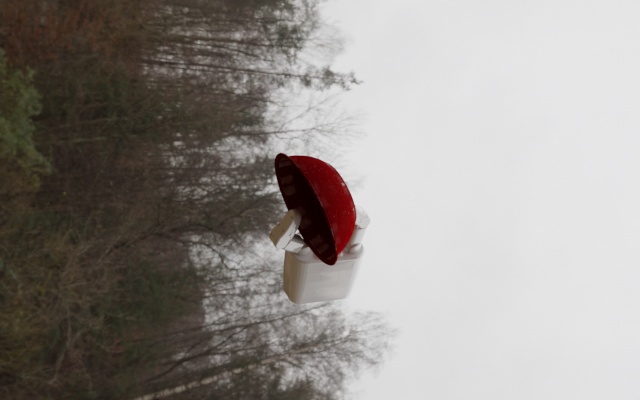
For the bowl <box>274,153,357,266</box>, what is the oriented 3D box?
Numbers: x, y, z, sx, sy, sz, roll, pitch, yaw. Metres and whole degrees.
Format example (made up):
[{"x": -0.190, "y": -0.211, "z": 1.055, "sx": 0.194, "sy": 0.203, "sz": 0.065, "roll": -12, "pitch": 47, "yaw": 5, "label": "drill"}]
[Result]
[{"x": 0.001, "y": 0.001, "z": 0.627, "sx": 0.055, "sy": 0.162, "sz": 0.162, "roll": -26, "pitch": 8, "yaw": -16, "label": "bowl"}]
